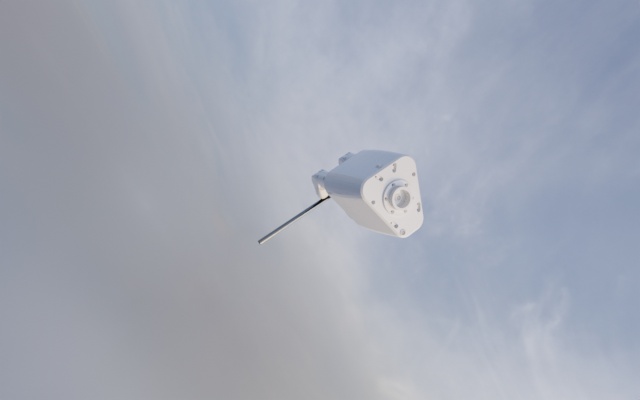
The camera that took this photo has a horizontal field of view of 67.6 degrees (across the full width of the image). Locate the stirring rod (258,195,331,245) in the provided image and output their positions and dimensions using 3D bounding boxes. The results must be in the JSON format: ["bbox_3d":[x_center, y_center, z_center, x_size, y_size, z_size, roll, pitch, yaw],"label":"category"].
[{"bbox_3d":[0.000,0.003,0.780,0.239,0.011,0.011,-34,11,-17],"label":"stirring rod"}]
